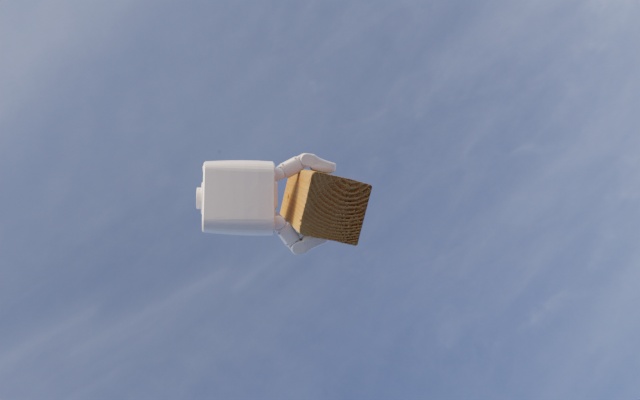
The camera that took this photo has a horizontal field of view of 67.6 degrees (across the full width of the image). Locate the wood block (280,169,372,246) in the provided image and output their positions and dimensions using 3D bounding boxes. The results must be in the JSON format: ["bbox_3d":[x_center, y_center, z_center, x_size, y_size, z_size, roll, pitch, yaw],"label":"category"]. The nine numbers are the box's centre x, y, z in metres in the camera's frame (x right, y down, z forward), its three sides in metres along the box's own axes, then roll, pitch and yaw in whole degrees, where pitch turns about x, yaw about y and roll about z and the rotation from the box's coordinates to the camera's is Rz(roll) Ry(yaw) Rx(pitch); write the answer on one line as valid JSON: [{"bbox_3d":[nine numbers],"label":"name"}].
[{"bbox_3d":[0.000,0.002,0.757,0.090,0.091,0.206,13,3,-13],"label":"wood block"}]
